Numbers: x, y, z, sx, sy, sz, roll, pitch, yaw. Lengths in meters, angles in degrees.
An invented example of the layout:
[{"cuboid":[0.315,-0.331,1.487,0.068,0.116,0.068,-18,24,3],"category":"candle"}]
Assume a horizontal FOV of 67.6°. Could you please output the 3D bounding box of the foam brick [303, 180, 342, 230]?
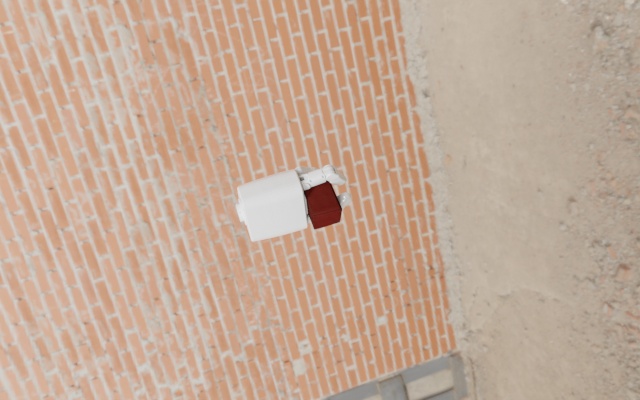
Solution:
[{"cuboid":[0.000,0.003,0.848,0.051,0.078,0.053,-16,-30,-11],"category":"foam brick"}]
